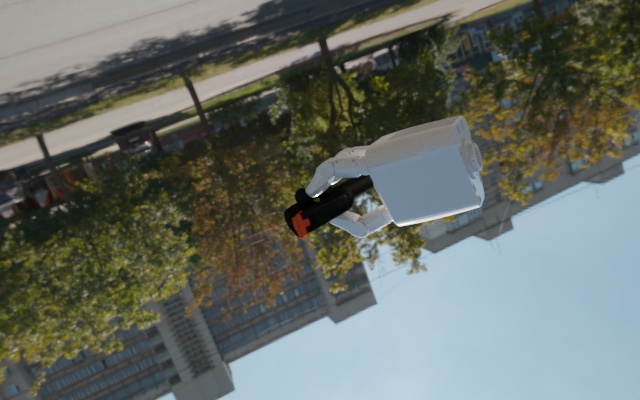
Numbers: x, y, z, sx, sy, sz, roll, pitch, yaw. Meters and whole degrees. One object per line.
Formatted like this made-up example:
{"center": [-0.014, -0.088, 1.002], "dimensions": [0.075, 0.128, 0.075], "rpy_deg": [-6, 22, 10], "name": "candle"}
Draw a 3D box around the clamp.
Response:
{"center": [0.000, 0.003, 0.655], "dimensions": [0.164, 0.036, 0.210], "rpy_deg": [-16, 11, 30], "name": "clamp"}
